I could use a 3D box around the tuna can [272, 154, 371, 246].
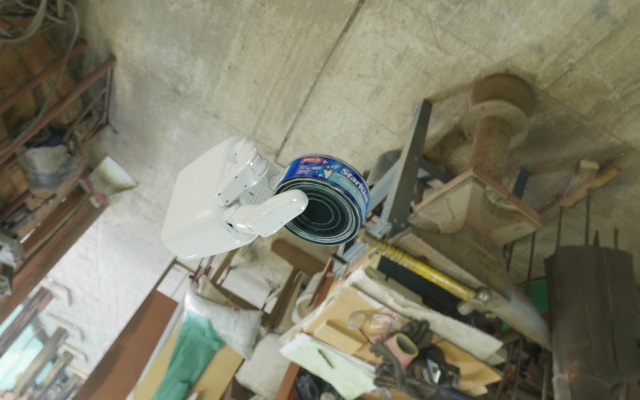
[{"bbox_3d":[0.000,0.002,0.433,0.086,0.086,0.033,0,42,23],"label":"tuna can"}]
